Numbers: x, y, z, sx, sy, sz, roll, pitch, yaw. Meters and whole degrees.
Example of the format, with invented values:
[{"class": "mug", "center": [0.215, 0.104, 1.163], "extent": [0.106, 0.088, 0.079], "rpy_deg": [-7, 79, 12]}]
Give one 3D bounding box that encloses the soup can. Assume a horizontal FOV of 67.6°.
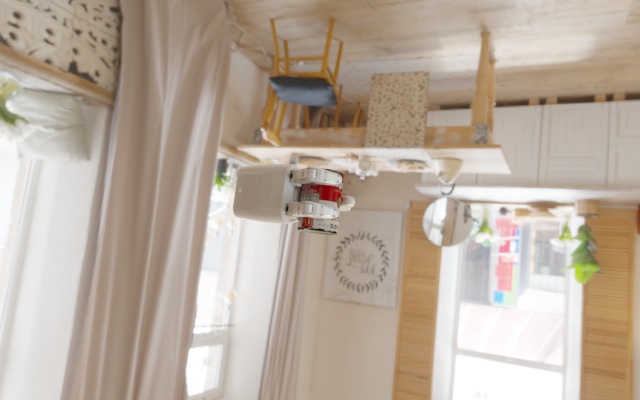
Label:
[{"class": "soup can", "center": [0.001, 0.003, 0.790], "extent": [0.068, 0.102, 0.068], "rpy_deg": [7, -8, 1]}]
